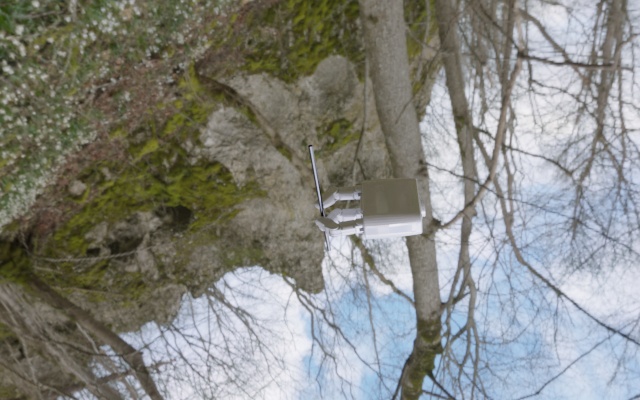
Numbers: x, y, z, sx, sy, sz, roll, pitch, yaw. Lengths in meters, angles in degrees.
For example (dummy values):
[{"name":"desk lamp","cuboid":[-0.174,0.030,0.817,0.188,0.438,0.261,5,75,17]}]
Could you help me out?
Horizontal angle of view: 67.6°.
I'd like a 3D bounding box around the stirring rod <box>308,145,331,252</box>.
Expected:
[{"name":"stirring rod","cuboid":[0.000,0.003,0.895,0.011,0.240,0.011,-7,35,5]}]
